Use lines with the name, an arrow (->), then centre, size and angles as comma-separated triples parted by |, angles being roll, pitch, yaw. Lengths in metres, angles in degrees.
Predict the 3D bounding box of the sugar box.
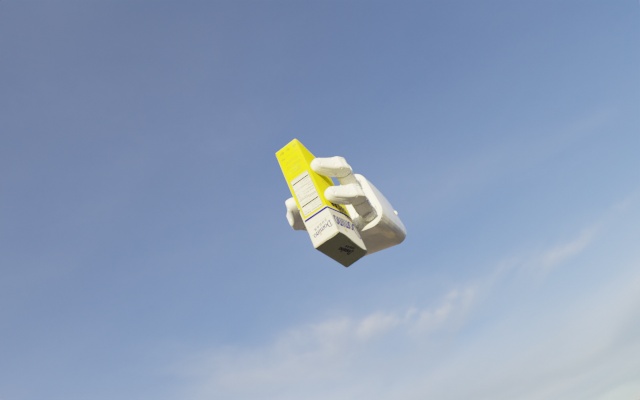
sugar box -> 0.001, 0.002, 0.676 | 0.048, 0.176, 0.093 | -37, -37, 12
